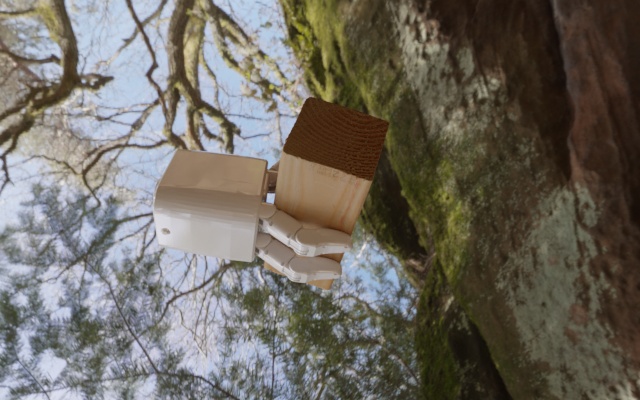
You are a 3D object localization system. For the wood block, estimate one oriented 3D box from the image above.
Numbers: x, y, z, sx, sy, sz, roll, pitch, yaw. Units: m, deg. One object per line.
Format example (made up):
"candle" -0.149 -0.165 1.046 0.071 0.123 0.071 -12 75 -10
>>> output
"wood block" 0.000 0.001 0.534 0.090 0.090 0.206 18 -40 2
